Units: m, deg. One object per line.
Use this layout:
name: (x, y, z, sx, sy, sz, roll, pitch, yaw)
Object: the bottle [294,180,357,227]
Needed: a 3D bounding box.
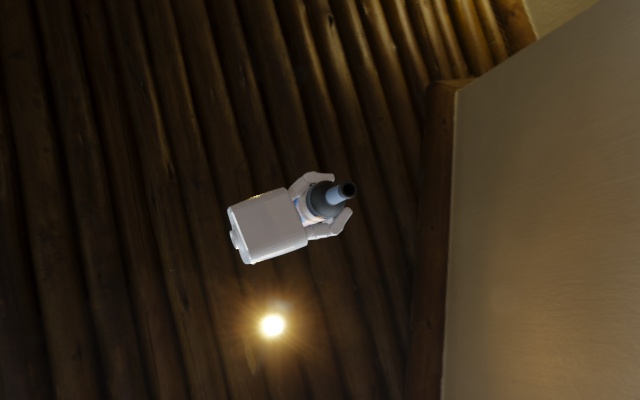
bottle: (0.000, 0.003, 0.866, 0.069, 0.069, 0.296, 0, -8, -17)
